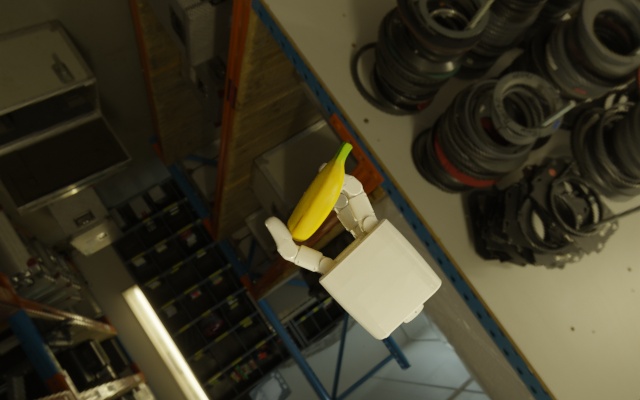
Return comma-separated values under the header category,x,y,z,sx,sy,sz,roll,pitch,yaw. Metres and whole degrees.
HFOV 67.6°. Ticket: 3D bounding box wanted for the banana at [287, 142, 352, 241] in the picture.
category,x,y,z,sx,sy,sz,roll,pitch,yaw
banana,-0.009,0.012,0.587,0.069,0.037,0.198,-49,-4,-37
